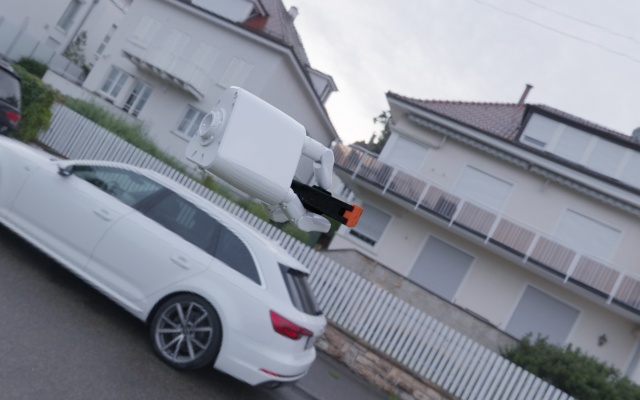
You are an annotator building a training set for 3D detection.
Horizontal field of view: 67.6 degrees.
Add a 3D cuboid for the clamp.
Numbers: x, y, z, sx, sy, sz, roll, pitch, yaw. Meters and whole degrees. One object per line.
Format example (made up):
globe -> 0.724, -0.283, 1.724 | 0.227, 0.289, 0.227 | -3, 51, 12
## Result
clamp -> 0.001, 0.002, 0.679 | 0.164, 0.036, 0.210 | 26, -1, -38
